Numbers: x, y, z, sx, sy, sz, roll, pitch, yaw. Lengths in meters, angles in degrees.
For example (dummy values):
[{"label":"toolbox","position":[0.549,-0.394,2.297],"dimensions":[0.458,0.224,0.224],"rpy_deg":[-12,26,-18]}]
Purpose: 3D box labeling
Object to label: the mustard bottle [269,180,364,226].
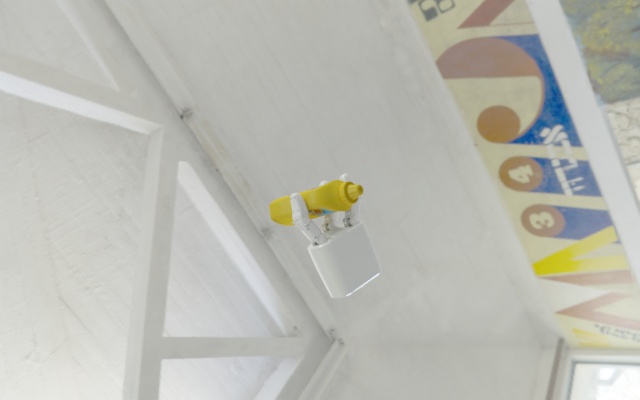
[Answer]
[{"label":"mustard bottle","position":[0.000,0.003,0.879],"dimensions":[0.191,0.058,0.096],"rpy_deg":[-17,-14,42]}]
